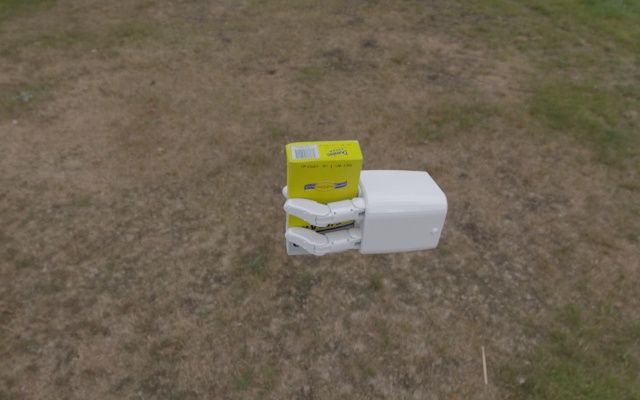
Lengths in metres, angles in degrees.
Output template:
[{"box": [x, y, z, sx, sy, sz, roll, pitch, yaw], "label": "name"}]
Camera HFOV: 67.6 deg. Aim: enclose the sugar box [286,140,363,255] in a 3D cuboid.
[{"box": [0.000, 0.002, 0.645, 0.093, 0.176, 0.048, -3, 42, -6], "label": "sugar box"}]
